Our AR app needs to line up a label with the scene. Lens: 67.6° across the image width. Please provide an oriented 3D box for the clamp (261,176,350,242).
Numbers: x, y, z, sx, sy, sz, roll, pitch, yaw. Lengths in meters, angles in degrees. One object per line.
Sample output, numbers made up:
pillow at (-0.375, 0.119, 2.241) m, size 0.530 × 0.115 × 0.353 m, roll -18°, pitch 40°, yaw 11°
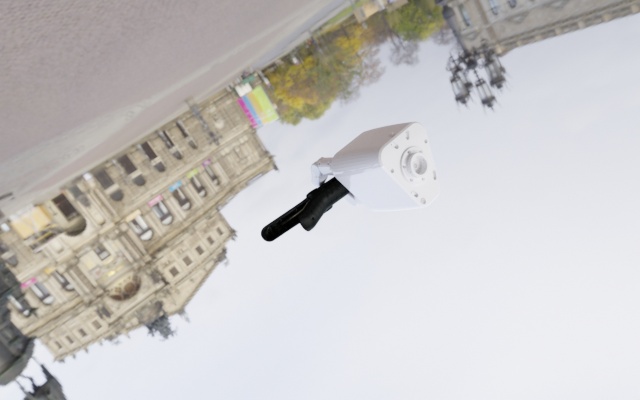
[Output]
clamp at (0.000, 0.003, 0.687) m, size 0.171 × 0.039 × 0.120 m, roll -40°, pitch 18°, yaw -26°
